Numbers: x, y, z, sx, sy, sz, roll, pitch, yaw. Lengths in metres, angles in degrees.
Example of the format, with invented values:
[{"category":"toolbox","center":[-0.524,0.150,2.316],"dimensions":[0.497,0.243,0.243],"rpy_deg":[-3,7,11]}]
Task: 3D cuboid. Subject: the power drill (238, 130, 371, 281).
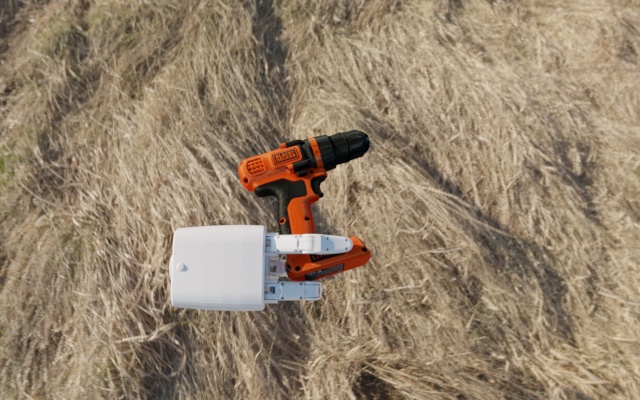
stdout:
[{"category":"power drill","center":[0.000,0.003,0.625],"dimensions":[0.184,0.187,0.057],"rpy_deg":[-18,-24,-4]}]
